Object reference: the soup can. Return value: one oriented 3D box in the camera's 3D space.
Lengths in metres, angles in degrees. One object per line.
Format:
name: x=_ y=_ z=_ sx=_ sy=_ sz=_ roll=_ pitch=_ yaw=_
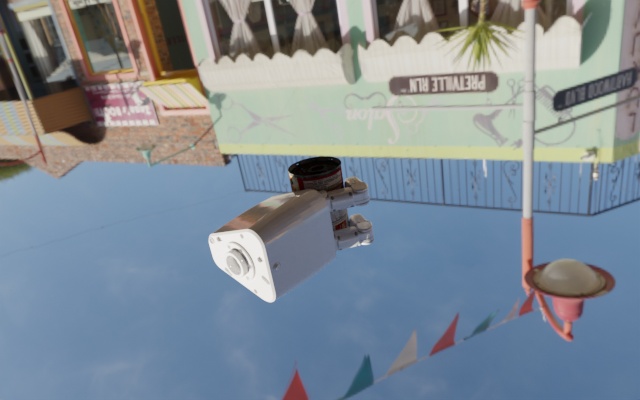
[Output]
soup can: x=0.000 y=0.002 z=0.618 sx=0.068 sy=0.102 sz=0.068 roll=-8 pitch=23 yaw=4
